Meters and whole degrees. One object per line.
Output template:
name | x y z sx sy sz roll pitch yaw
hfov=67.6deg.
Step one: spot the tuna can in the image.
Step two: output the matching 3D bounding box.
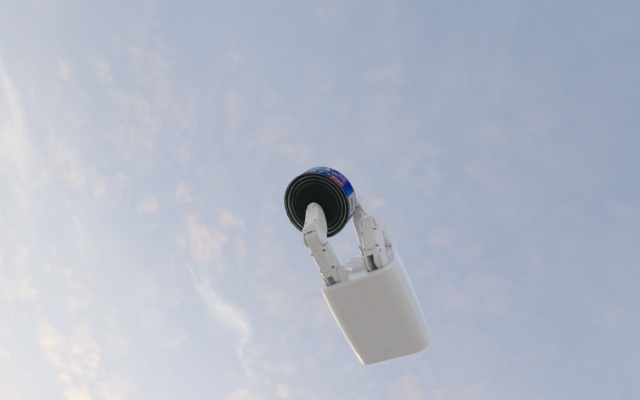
tuna can | 0.000 0.002 0.594 0.086 0.086 0.033 0 19 23
